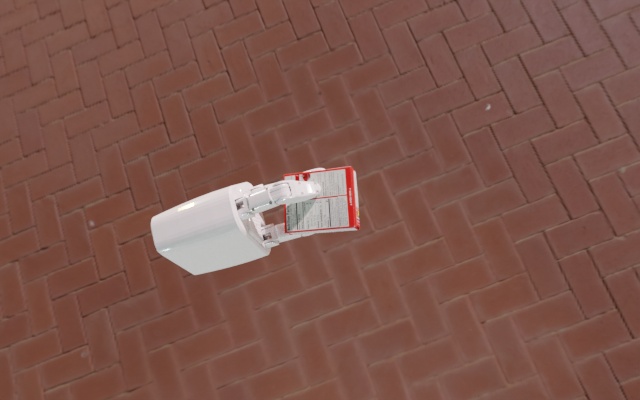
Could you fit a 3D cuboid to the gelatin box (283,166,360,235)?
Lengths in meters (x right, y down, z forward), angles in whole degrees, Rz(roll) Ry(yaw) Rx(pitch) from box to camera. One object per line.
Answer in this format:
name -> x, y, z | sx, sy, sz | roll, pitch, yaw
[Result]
gelatin box -> 0.000, 0.002, 0.575 | 0.089, 0.073, 0.030 | -6, -11, 15
